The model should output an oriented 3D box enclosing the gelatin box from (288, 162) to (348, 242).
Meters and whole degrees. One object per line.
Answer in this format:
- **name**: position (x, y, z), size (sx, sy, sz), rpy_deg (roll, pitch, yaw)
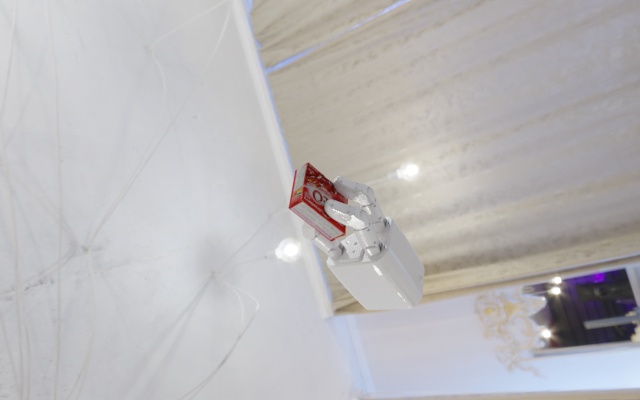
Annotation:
- **gelatin box**: position (0.000, 0.002, 0.657), size (0.030, 0.073, 0.089), rpy_deg (-30, -54, 33)
